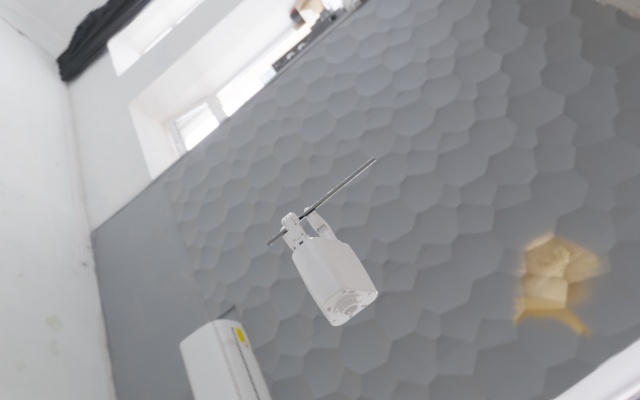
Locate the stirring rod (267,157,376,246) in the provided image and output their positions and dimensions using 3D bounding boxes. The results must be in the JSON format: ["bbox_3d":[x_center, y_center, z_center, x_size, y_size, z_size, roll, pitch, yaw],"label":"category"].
[{"bbox_3d":[0.000,0.003,0.832,0.239,0.011,0.011,-39,-5,6],"label":"stirring rod"}]
